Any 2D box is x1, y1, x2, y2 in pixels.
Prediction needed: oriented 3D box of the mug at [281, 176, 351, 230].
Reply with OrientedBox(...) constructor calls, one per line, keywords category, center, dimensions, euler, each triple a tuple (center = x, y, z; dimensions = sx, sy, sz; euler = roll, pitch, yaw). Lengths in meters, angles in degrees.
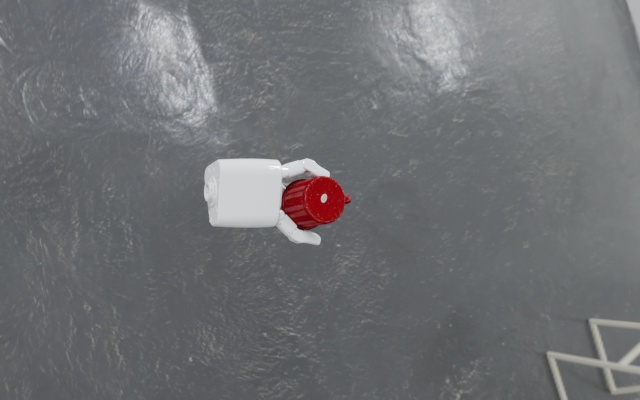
OrientedBox(category="mug", center=(0.002, 0.003, 0.832), dimensions=(0.117, 0.093, 0.081), euler=(0, -6, -28))
